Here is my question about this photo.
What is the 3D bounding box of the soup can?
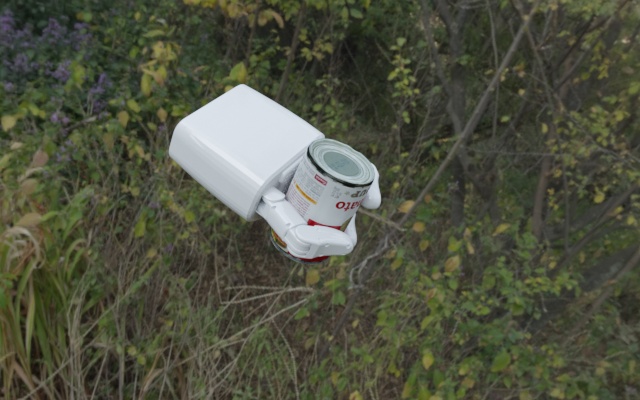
[{"bbox_3d":[0.001,0.002,0.451,0.068,0.102,0.068,19,35,-14],"label":"soup can"}]
